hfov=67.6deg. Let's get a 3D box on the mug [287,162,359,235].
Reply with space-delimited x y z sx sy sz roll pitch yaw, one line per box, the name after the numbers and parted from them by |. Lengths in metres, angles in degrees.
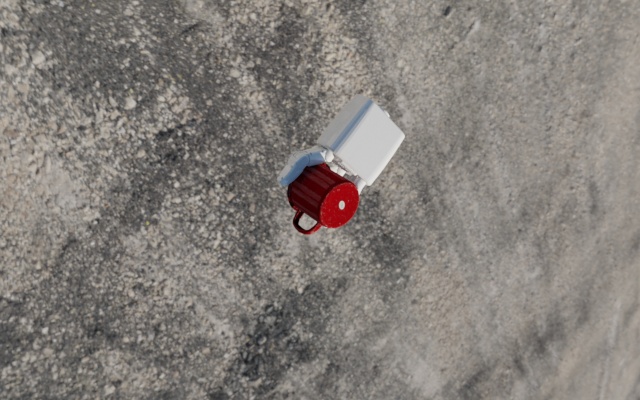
-0.001 0.004 0.758 0.081 0.117 0.093 33 -5 45 | mug
